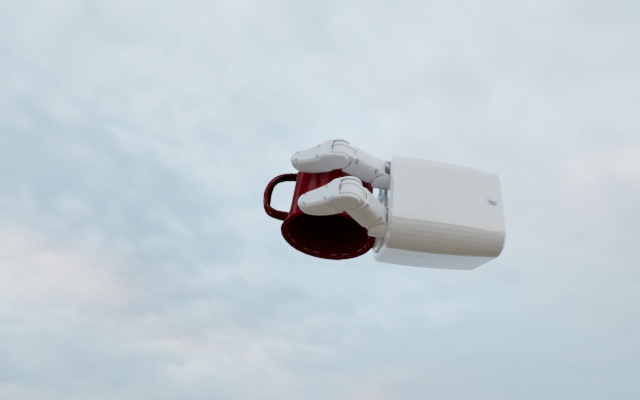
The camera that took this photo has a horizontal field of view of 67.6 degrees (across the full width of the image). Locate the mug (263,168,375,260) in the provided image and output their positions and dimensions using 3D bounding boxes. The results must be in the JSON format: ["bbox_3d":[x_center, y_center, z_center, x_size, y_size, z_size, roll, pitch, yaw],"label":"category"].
[{"bbox_3d":[-0.001,0.001,0.489,0.117,0.081,0.093,8,-35,1],"label":"mug"}]
